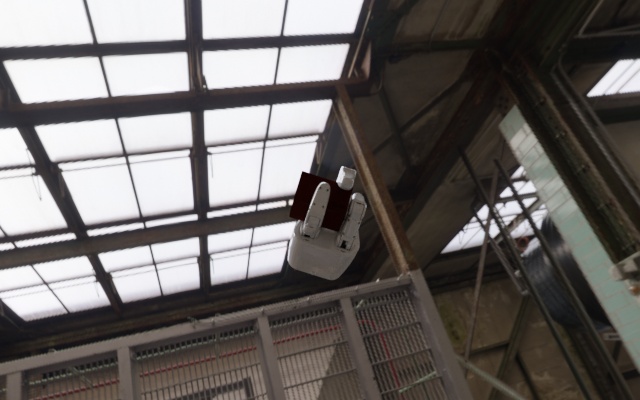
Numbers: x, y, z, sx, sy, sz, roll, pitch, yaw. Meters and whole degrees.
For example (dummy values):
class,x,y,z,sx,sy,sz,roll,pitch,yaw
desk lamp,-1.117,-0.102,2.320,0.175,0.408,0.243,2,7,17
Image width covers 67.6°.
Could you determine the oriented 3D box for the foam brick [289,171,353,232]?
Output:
class,x,y,z,sx,sy,sz,roll,pitch,yaw
foam brick,0.000,0.002,0.682,0.078,0.053,0.051,18,-32,-1
